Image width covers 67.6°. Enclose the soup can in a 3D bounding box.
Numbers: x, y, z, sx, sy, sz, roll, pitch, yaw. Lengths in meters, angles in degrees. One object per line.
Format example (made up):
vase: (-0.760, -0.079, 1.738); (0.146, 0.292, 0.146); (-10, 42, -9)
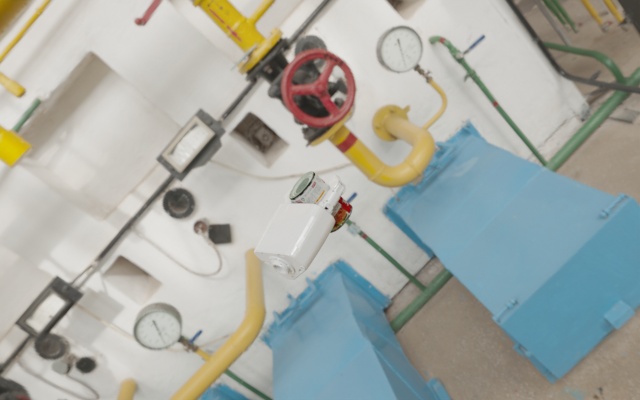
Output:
soup can: (0.000, 0.002, 0.880); (0.102, 0.068, 0.068); (41, -17, -20)
